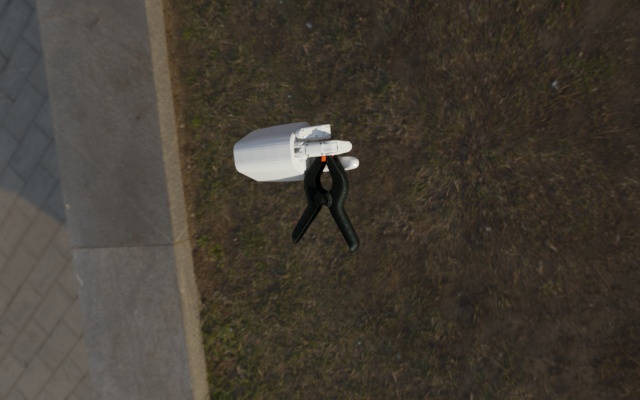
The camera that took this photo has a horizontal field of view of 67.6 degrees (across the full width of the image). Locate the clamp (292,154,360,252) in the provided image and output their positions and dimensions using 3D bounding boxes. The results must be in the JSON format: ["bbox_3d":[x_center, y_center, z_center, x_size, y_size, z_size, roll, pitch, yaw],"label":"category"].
[{"bbox_3d":[0.000,0.003,0.793,0.120,0.171,0.039,-5,5,18],"label":"clamp"}]
